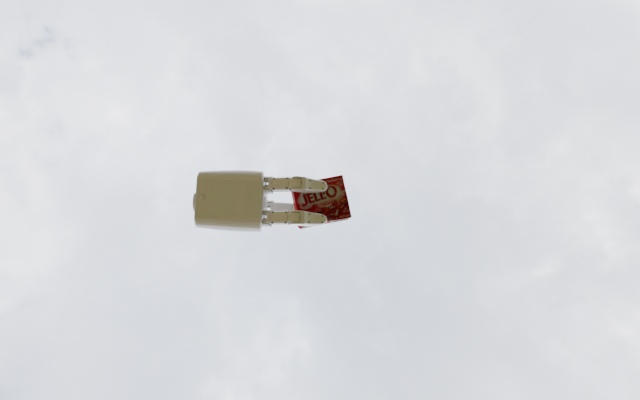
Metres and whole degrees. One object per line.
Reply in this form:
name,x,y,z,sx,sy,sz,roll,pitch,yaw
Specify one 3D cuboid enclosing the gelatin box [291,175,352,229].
gelatin box,0.000,0.003,0.790,0.089,0.073,0.030,-10,-8,-10
